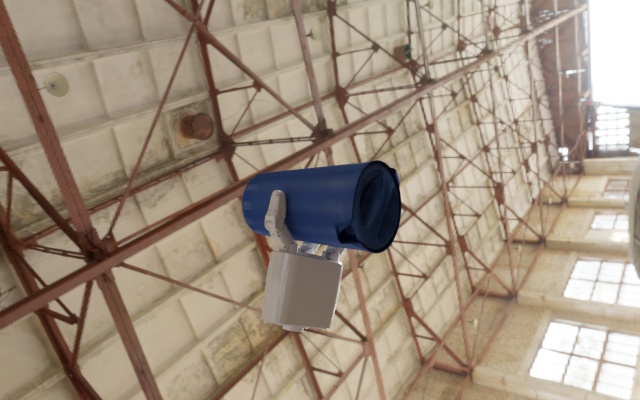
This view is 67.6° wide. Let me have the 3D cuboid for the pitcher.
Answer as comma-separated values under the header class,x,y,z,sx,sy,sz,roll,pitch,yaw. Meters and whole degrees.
class,x,y,z,sx,sy,sz,roll,pitch,yaw
pitcher,0.000,0.003,0.757,0.243,0.145,0.149,2,-11,38
